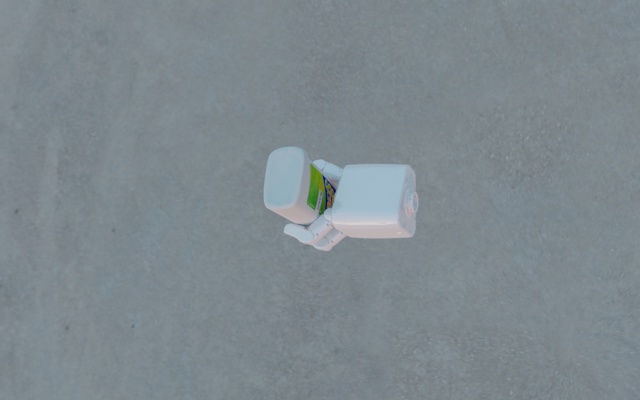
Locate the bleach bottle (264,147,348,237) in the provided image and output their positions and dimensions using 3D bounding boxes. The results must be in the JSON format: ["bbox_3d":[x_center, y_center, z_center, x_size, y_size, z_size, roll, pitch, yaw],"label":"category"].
[{"bbox_3d":[0.000,0.003,0.804,0.068,0.102,0.251,-2,-17,27],"label":"bleach bottle"}]
